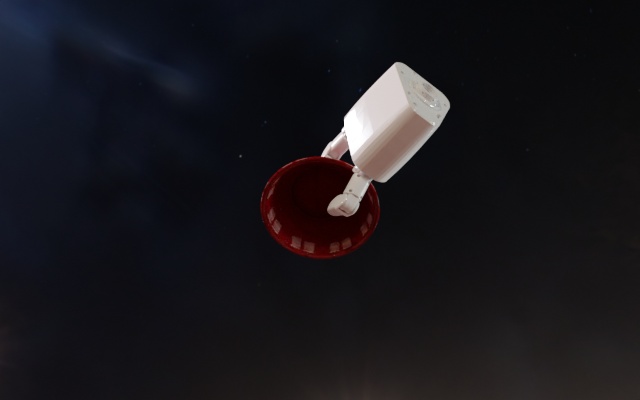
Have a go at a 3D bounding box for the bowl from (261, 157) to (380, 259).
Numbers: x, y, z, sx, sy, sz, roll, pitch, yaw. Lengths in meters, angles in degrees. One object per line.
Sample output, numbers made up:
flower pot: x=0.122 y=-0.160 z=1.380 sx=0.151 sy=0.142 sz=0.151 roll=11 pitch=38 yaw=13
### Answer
bowl: x=-0.001 y=0.003 z=0.672 sx=0.162 sy=0.162 sz=0.055 roll=0 pitch=29 yaw=2
